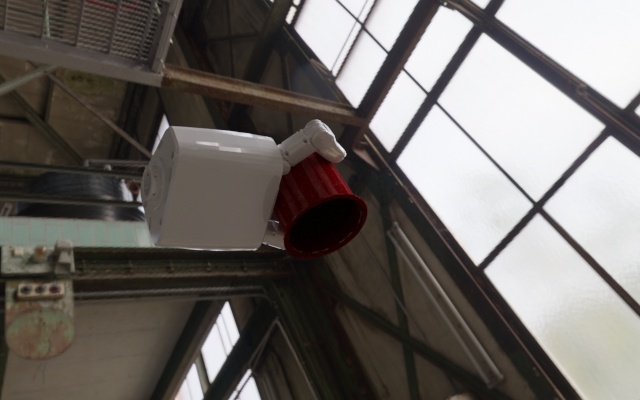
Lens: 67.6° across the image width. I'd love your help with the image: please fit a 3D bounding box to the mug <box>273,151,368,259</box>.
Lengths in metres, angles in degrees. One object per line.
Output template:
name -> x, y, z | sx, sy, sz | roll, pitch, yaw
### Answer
mug -> 0.001, 0.002, 0.514 | 0.117, 0.093, 0.081 | 5, 40, -37
